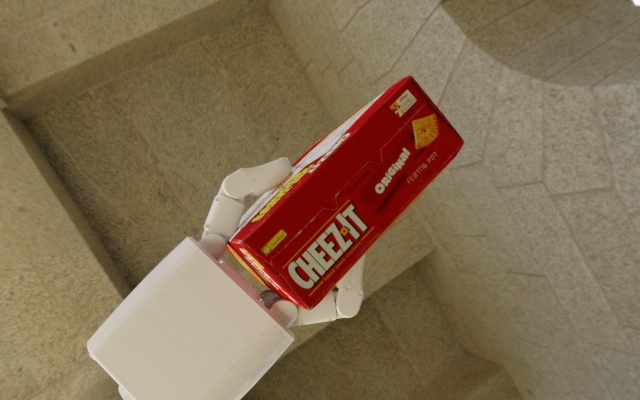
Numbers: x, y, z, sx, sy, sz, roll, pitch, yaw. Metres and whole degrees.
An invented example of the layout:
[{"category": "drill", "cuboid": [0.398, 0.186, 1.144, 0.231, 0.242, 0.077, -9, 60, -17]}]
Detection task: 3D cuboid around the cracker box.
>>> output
[{"category": "cracker box", "cuboid": [0.000, 0.001, 0.410, 0.164, 0.072, 0.214, -46, 8, -14]}]
